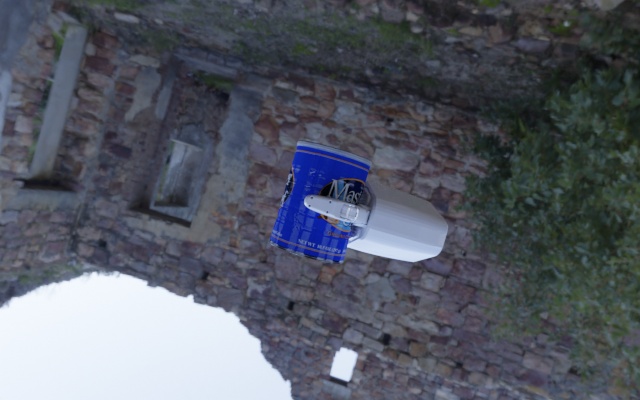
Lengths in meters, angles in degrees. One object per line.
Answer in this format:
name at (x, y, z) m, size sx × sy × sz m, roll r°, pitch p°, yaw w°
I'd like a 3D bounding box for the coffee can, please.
coffee can at (0.000, 0.002, 0.636) m, size 0.103 × 0.140 × 0.103 m, roll 16°, pitch 1°, yaw 0°
